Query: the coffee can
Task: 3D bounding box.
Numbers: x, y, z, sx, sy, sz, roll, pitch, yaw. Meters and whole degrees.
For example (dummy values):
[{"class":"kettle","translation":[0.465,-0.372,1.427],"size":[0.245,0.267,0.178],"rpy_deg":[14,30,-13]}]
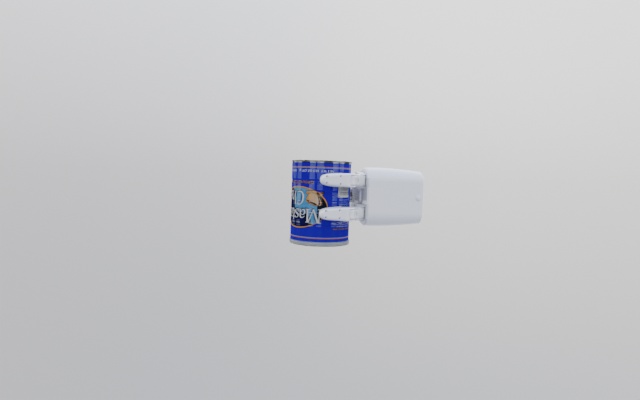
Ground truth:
[{"class":"coffee can","translation":[0.000,0.003,0.819],"size":[0.103,0.140,0.103],"rpy_deg":[2,3,0]}]
